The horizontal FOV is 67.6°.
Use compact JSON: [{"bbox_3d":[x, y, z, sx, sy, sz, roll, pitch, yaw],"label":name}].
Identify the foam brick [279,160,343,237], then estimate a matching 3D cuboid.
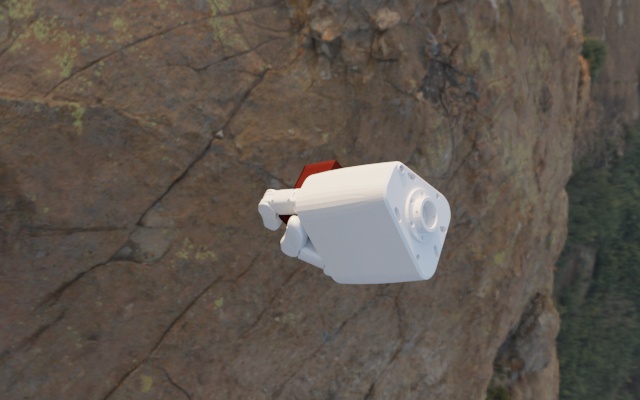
[{"bbox_3d":[0.000,0.001,0.534,0.051,0.078,0.053,-10,-46,43],"label":"foam brick"}]
